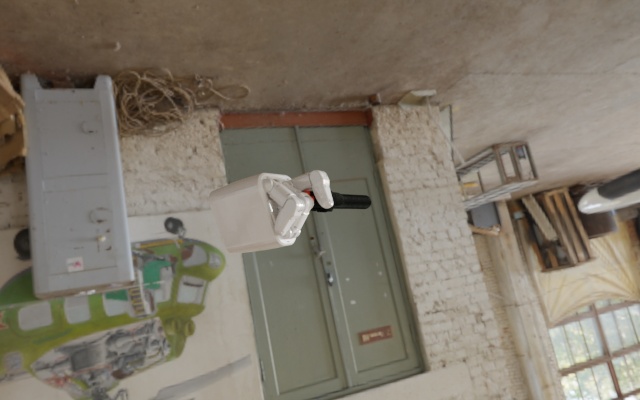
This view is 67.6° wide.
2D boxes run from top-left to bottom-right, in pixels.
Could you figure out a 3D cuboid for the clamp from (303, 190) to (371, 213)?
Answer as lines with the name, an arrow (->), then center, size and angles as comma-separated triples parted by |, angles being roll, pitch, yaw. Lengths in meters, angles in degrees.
clamp -> 0.000, 0.003, 0.806 | 0.120, 0.039, 0.171 | -10, -10, 29
